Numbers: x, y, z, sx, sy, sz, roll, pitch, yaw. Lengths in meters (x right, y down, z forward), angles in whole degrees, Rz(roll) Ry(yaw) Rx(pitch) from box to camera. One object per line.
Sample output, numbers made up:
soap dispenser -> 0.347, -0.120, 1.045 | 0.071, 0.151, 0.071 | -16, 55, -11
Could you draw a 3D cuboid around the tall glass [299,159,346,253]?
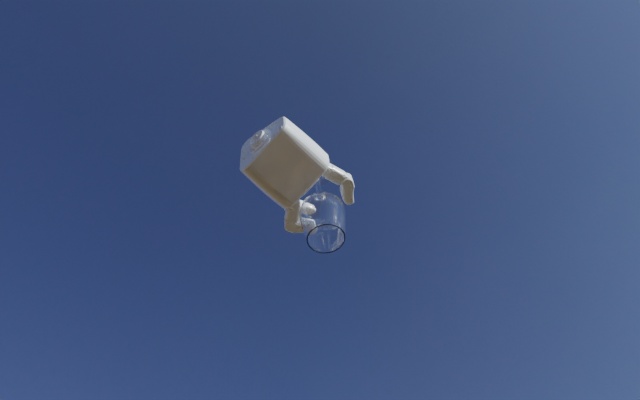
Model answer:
tall glass -> 0.000, 0.002, 0.833 | 0.079, 0.079, 0.201 | 0, 36, -7
